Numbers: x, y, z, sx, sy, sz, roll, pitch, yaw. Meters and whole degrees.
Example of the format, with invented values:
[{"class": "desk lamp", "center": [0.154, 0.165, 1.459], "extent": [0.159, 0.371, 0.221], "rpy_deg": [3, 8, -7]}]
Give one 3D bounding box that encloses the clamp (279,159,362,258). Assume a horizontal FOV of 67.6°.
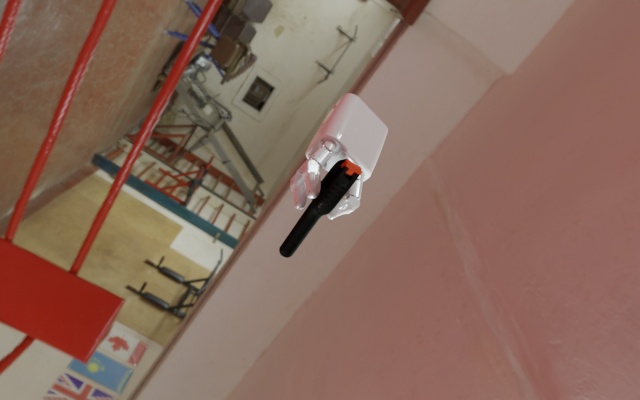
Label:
[{"class": "clamp", "center": [0.001, 0.003, 0.763], "extent": [0.036, 0.164, 0.210], "rpy_deg": [30, -28, -11]}]
